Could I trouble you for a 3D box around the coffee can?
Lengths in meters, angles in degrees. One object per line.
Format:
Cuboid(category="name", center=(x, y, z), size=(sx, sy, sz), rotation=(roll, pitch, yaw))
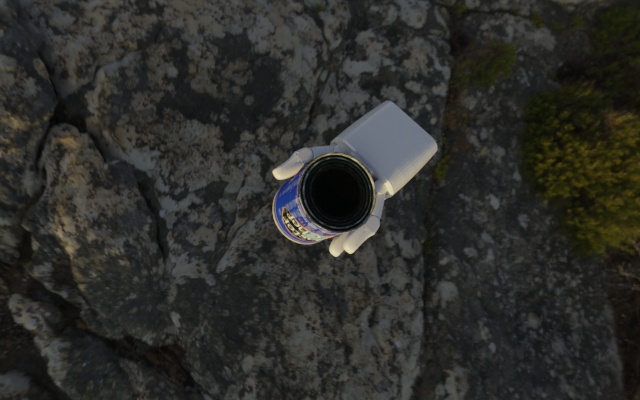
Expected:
Cuboid(category="coffee can", center=(0.000, 0.002, 0.651), size=(0.103, 0.103, 0.140), rotation=(0, -10, -19))
